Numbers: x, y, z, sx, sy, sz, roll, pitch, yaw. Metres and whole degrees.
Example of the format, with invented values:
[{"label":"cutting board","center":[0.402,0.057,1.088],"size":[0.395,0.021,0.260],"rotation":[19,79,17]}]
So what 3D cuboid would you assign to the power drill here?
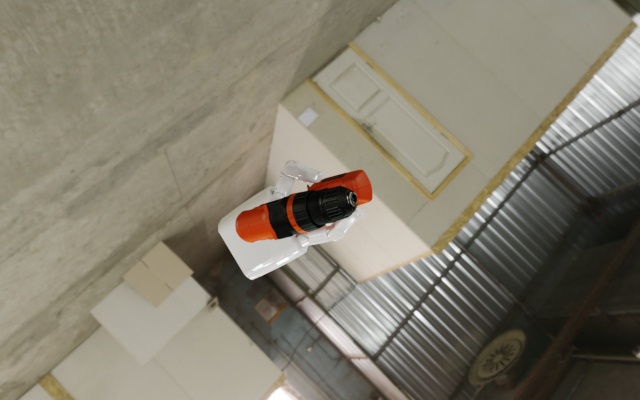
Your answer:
[{"label":"power drill","center":[0.000,0.002,0.664],"size":[0.184,0.057,0.187],"rotation":[-13,4,33]}]
